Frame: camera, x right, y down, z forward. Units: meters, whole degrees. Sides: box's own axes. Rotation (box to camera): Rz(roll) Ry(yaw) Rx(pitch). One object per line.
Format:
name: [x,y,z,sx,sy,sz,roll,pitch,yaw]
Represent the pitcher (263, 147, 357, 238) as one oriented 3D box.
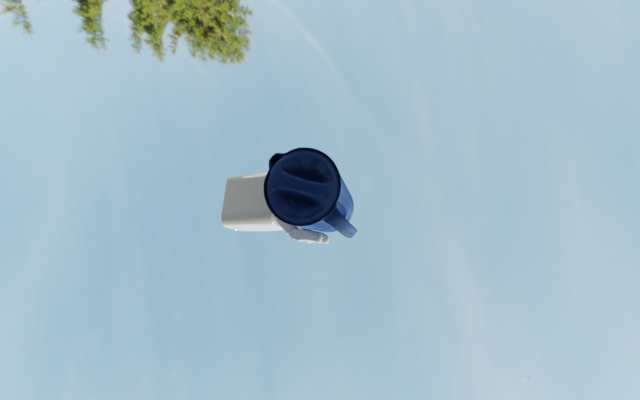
pitcher: [0.000,0.003,0.895,0.145,0.149,0.243,-3,-10,12]
